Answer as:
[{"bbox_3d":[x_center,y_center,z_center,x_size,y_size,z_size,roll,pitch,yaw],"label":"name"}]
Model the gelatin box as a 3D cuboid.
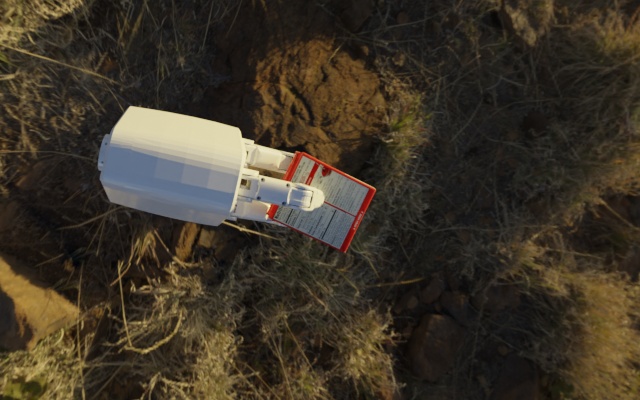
[{"bbox_3d":[0.000,0.002,0.485,0.089,0.073,0.030,26,0,-14],"label":"gelatin box"}]
